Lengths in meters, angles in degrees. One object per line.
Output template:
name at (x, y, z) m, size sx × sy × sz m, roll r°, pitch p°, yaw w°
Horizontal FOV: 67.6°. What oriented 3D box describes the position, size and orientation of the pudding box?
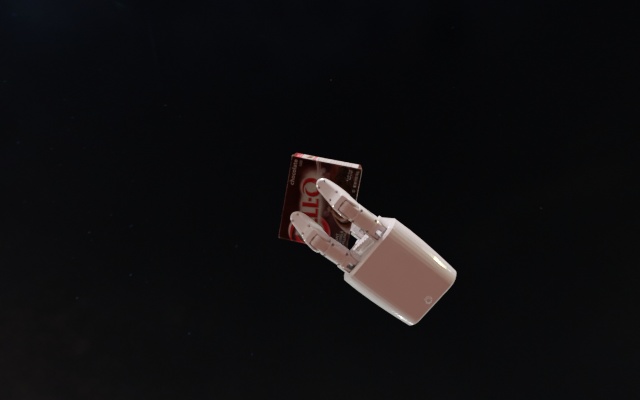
pudding box at (0.000, 0.002, 0.616) m, size 0.090 × 0.113 × 0.039 m, roll 11°, pitch 12°, yaw 4°
